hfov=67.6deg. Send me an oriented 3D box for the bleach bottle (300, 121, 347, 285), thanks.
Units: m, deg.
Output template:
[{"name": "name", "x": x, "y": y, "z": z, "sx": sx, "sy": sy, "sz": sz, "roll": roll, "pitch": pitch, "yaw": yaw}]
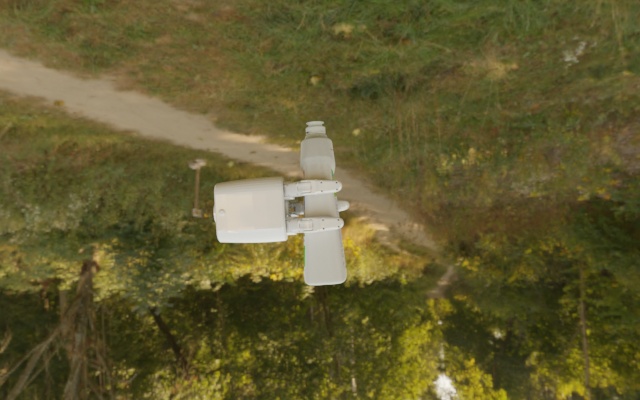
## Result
[{"name": "bleach bottle", "x": 0.000, "y": 0.003, "z": 0.760, "sx": 0.068, "sy": 0.251, "sz": 0.102, "roll": -4, "pitch": -2, "yaw": 1}]
